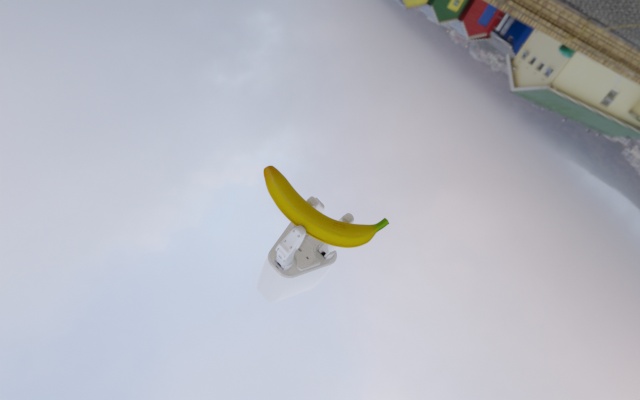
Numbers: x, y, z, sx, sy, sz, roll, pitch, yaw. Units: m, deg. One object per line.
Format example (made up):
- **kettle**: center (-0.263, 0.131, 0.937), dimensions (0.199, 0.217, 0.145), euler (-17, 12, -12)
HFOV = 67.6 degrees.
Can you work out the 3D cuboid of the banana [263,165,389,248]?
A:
- **banana**: center (-0.004, 0.019, 0.689), dimensions (0.198, 0.069, 0.037), euler (25, -21, 0)
